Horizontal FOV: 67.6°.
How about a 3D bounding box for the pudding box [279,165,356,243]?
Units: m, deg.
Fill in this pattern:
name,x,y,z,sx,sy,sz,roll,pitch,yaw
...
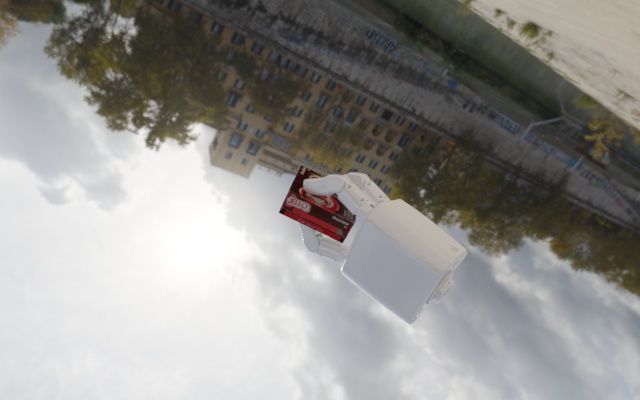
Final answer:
name,x,y,z,sx,sy,sz,roll,pitch,yaw
pudding box,0.000,0.002,0.627,0.090,0.039,0.113,27,18,-5
